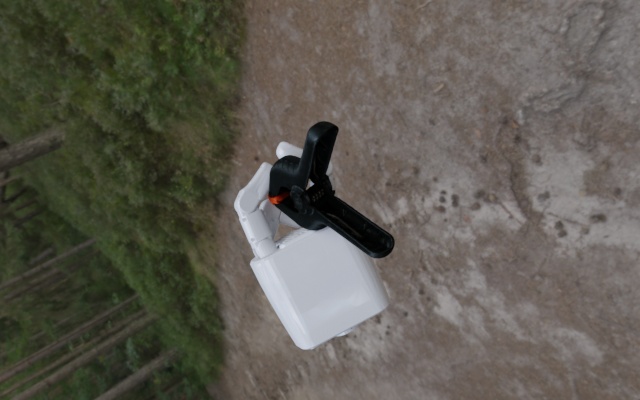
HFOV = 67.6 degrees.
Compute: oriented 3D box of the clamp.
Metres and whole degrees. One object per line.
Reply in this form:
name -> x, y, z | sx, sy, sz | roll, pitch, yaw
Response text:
clamp -> -0.001, 0.002, 0.437 | 0.039, 0.120, 0.171 | -28, 4, -21
